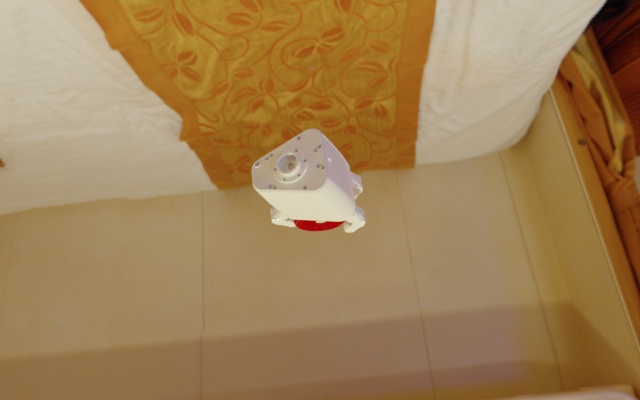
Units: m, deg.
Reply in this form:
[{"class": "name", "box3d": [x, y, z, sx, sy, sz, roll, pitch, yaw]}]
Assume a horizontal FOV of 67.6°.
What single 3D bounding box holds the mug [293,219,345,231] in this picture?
[{"class": "mug", "box3d": [0.001, 0.003, 0.765, 0.093, 0.081, 0.117, -14, -25, 18]}]
